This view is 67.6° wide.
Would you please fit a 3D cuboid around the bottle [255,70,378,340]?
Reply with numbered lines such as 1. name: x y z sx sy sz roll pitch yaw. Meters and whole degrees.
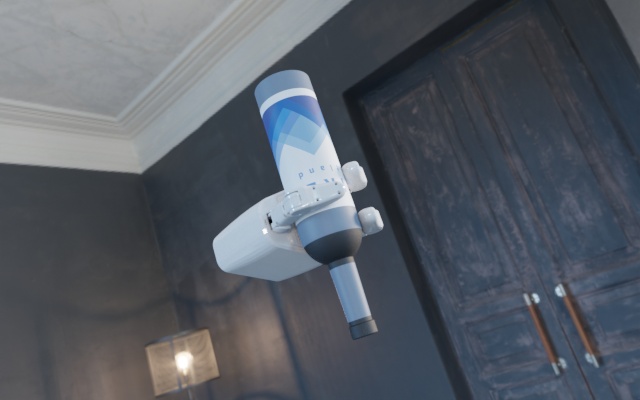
1. bottle: 0.000 0.001 0.518 0.069 0.295 0.069 -17 -15 -5
